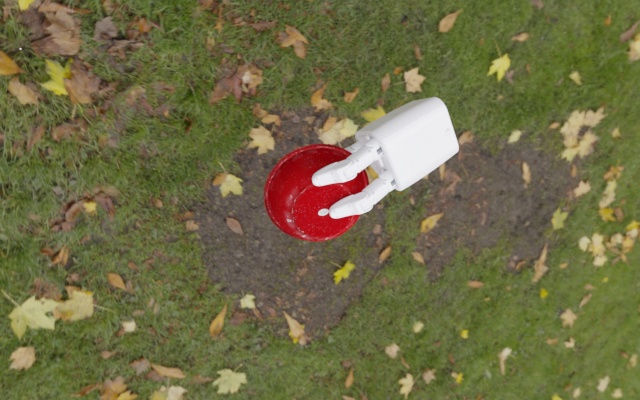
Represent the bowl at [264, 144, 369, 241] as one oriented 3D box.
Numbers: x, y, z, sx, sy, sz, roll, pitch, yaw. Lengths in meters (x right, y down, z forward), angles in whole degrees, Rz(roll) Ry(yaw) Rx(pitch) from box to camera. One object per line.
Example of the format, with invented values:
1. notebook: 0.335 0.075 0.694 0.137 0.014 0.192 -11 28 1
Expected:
1. bowl: -0.001 0.003 0.694 0.162 0.162 0.055 0 28 -12
